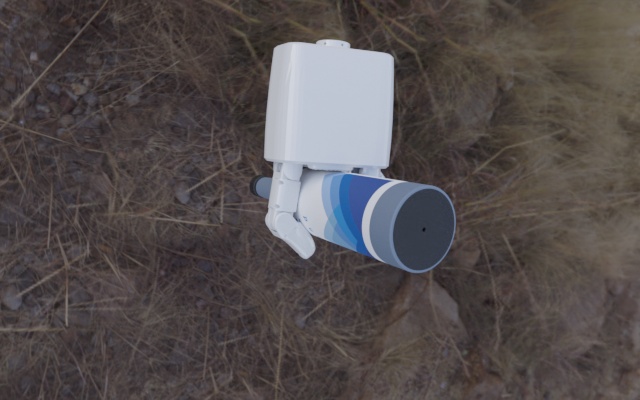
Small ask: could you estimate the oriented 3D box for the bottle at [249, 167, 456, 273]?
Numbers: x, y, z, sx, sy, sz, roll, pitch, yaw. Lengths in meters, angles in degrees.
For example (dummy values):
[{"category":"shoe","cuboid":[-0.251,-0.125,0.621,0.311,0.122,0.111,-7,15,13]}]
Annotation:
[{"category":"bottle","cuboid":[0.000,0.002,0.477,0.069,0.069,0.295,0,8,-32]}]
